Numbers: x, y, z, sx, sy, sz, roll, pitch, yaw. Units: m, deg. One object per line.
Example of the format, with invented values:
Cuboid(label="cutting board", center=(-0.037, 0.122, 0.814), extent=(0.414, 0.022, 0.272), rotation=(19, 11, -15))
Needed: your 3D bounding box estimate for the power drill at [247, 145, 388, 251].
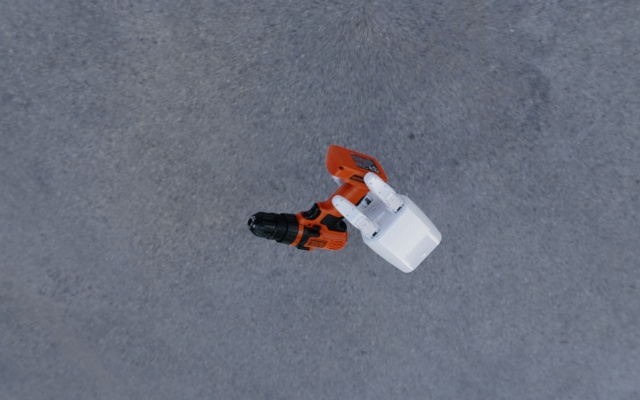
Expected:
Cuboid(label="power drill", center=(0.001, 0.002, 0.747), extent=(0.184, 0.057, 0.188), rotation=(11, -50, -37))
